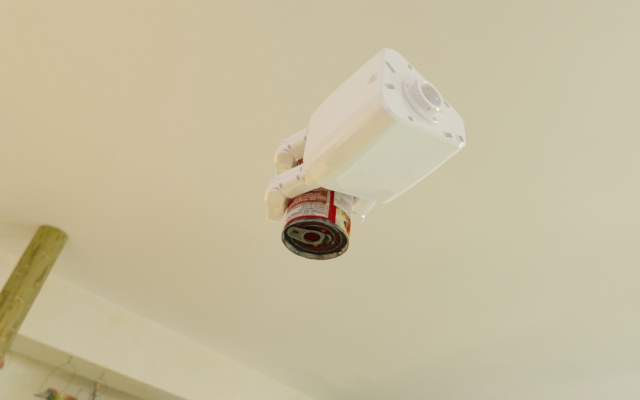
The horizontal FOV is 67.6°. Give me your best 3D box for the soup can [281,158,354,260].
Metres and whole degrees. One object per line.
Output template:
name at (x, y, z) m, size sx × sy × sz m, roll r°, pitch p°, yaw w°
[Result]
soup can at (0.000, 0.002, 0.503) m, size 0.068 × 0.102 × 0.069 m, roll 5°, pitch -39°, yaw 4°
